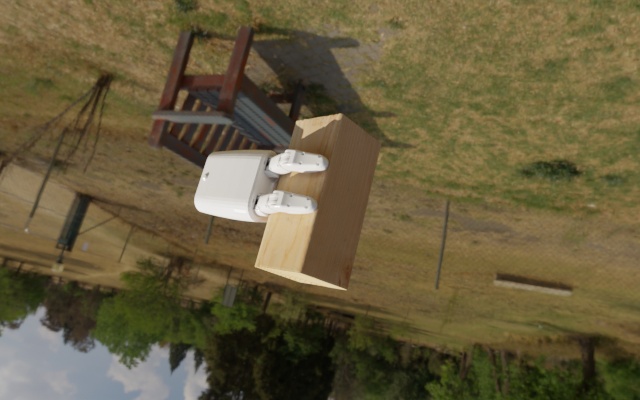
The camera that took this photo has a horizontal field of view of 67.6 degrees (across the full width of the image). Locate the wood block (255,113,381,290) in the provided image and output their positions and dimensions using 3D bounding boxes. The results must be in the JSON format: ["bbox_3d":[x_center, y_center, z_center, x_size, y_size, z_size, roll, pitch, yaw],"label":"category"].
[{"bbox_3d":[0.000,0.002,0.630,0.090,0.206,0.091,0,-20,44],"label":"wood block"}]
